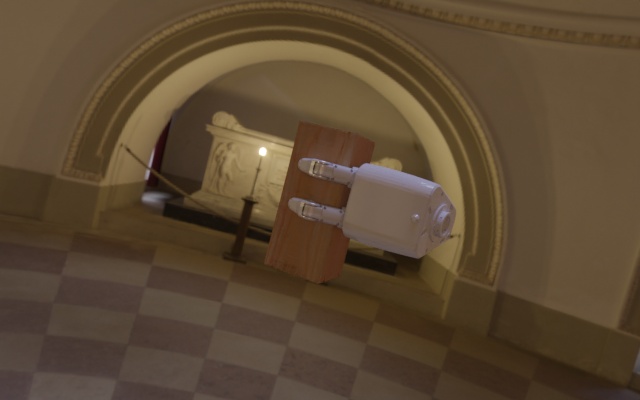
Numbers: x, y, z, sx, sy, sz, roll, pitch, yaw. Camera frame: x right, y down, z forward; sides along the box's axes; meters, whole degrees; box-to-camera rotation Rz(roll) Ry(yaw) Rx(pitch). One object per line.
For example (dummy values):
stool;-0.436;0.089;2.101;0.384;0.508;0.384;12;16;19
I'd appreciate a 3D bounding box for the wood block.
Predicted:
wood block;0.001;0.002;0.684;0.090;0.206;0.091;16;5;22
